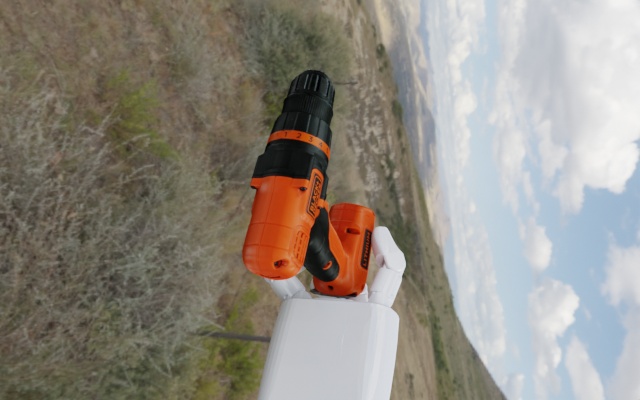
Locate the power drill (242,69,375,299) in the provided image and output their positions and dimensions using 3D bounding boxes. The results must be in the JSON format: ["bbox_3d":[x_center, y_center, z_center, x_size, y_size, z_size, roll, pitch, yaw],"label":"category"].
[{"bbox_3d":[0.000,0.002,0.442,0.057,0.184,0.188,3,-24,24],"label":"power drill"}]
